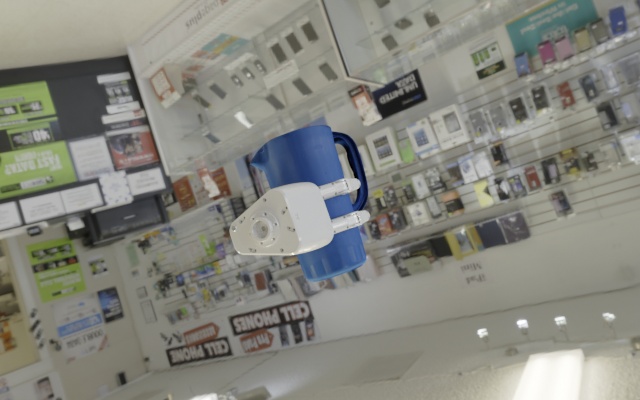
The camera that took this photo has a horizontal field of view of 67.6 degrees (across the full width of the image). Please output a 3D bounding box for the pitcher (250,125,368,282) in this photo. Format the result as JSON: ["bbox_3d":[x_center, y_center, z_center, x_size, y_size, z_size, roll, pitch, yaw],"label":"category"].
[{"bbox_3d":[0.000,0.003,0.802,0.149,0.243,0.145,-20,-4,23],"label":"pitcher"}]
